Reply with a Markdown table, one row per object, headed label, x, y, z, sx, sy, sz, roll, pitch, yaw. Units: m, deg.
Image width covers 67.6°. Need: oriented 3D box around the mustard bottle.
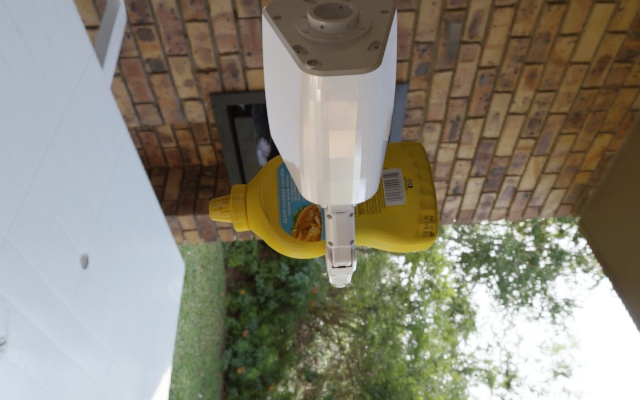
| label | x | y | z | sx | sy | sz | roll | pitch | yaw |
| --- | --- | --- | --- | --- | --- | --- | --- | --- | --- |
| mustard bottle | 0.000 | 0.002 | 0.417 | 0.191 | 0.096 | 0.058 | -4 | -20 | -2 |
